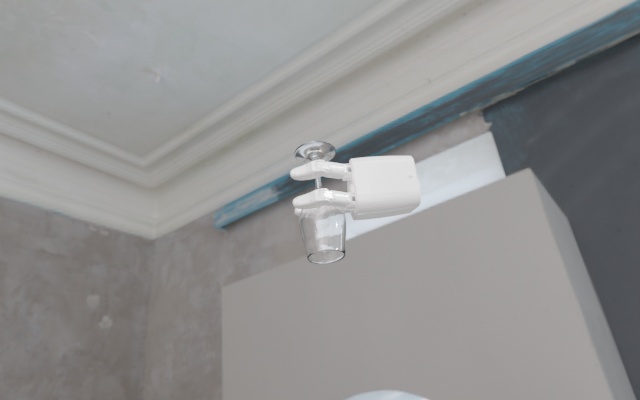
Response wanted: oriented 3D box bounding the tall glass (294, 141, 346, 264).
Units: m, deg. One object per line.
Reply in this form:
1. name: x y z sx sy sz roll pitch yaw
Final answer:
1. tall glass: 0.000 0.002 0.807 0.079 0.201 0.079 -5 -27 -2
